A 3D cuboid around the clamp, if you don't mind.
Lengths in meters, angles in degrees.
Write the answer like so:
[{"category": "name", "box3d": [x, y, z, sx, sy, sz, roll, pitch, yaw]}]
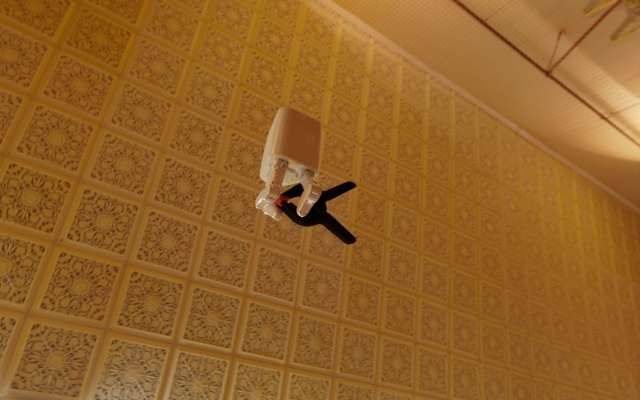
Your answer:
[{"category": "clamp", "box3d": [0.000, 0.003, 0.867, 0.171, 0.120, 0.039, 21, -29, -29]}]
